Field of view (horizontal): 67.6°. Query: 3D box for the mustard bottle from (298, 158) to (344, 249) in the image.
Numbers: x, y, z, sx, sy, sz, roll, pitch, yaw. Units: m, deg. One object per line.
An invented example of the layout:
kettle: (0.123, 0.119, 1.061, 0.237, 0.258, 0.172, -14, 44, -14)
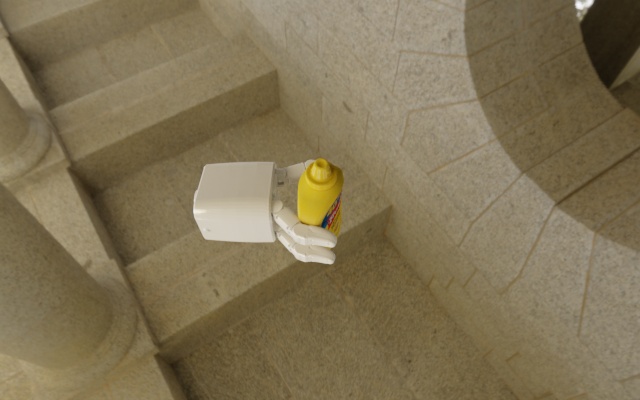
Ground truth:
mustard bottle: (0.000, 0.002, 0.677, 0.058, 0.096, 0.192, 21, -28, 12)
